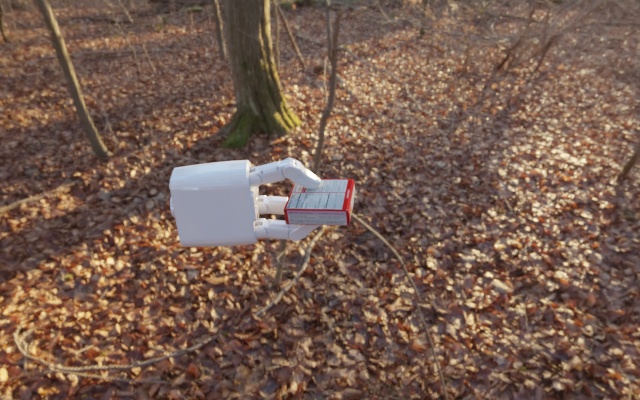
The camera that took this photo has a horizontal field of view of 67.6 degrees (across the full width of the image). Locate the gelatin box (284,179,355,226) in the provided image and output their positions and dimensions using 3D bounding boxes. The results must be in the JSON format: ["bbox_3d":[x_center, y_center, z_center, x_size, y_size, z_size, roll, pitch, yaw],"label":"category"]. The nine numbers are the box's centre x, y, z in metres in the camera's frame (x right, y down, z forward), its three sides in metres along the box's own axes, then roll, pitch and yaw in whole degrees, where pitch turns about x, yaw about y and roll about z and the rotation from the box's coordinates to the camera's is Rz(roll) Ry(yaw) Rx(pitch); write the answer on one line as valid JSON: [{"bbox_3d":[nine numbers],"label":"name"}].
[{"bbox_3d":[0.000,0.002,0.661,0.089,0.030,0.073,0,36,12],"label":"gelatin box"}]
